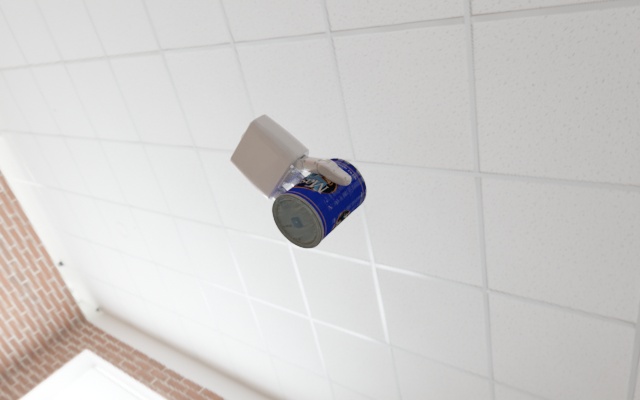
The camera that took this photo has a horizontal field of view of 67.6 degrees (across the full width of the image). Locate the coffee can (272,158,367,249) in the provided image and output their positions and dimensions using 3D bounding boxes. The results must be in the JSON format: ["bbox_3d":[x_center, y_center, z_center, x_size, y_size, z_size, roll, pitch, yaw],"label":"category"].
[{"bbox_3d":[0.000,0.003,0.821,0.103,0.103,0.140,0,29,41],"label":"coffee can"}]
